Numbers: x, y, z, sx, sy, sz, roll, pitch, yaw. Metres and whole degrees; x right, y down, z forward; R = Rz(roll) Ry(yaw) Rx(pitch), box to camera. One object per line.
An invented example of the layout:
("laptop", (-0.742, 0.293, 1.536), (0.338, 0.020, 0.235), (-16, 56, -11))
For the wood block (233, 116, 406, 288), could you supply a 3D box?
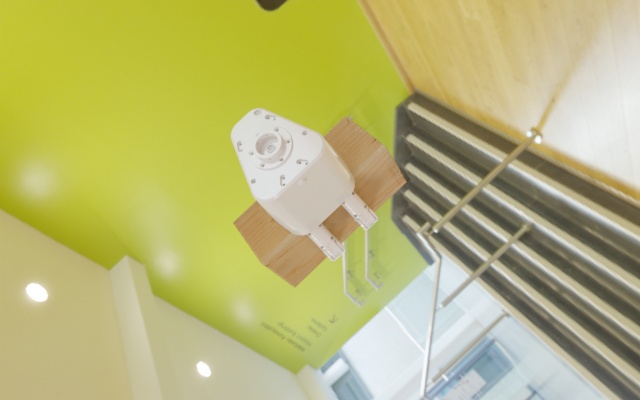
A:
("wood block", (0.000, 0.002, 0.635), (0.090, 0.206, 0.090), (46, -1, 41))
